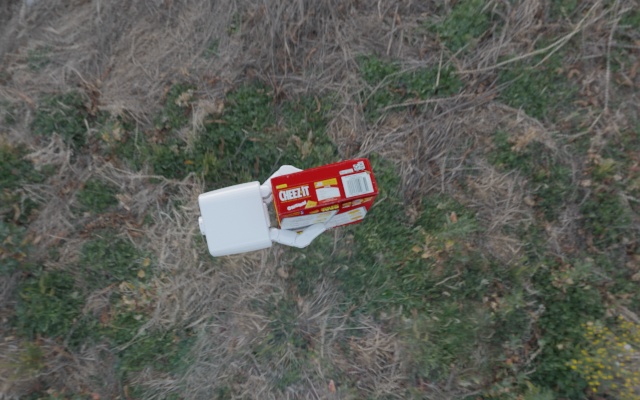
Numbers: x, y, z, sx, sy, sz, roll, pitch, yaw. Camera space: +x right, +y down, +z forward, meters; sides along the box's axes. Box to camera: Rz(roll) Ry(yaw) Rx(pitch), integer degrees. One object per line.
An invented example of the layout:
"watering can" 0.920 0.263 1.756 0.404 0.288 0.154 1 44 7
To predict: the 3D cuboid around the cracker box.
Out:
"cracker box" 0.000 0.003 0.846 0.164 0.072 0.214 -13 -13 -6
